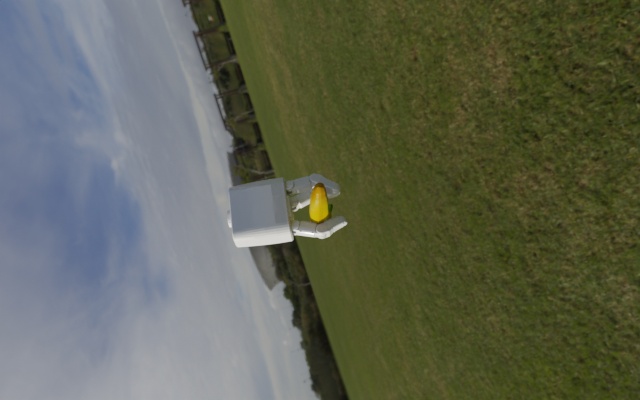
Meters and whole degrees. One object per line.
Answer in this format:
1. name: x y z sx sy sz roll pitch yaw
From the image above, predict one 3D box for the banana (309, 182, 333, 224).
1. banana: 0.000 0.022 0.891 0.037 0.069 0.198 1 -12 5
